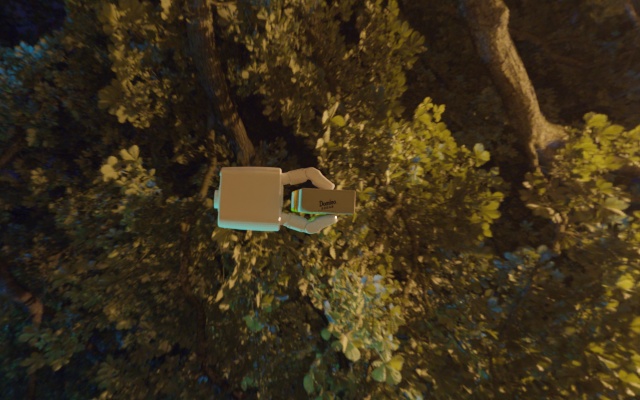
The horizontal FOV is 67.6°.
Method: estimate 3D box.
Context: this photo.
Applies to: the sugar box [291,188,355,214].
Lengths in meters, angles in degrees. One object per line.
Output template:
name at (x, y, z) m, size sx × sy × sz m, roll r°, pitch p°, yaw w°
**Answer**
sugar box at (0.000, 0.003, 0.865) m, size 0.093 × 0.048 × 0.176 m, roll 3°, pitch 1°, yaw -8°
